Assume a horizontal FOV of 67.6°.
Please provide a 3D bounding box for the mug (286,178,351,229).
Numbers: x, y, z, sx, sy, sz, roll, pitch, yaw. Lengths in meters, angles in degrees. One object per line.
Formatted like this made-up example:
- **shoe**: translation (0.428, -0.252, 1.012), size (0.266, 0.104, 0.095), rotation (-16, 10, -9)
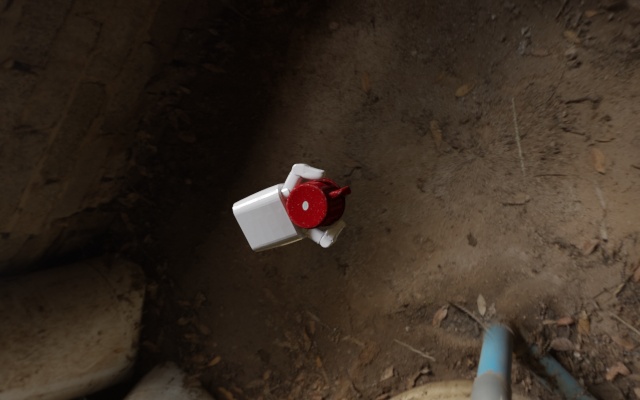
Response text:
- **mug**: translation (0.001, 0.002, 0.855), size (0.117, 0.093, 0.081), rotation (-20, -1, 20)
